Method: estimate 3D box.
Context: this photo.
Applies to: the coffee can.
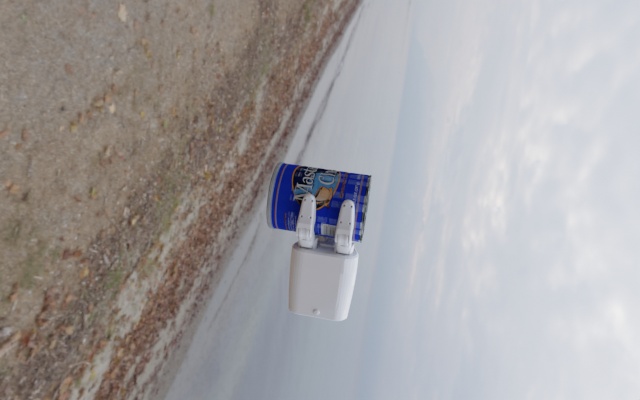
[{"bbox_3d":[0.000,0.002,0.718,0.140,0.103,0.103,9,1,7],"label":"coffee can"}]
